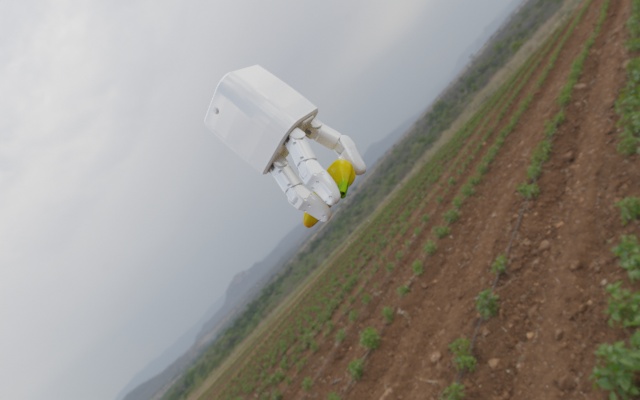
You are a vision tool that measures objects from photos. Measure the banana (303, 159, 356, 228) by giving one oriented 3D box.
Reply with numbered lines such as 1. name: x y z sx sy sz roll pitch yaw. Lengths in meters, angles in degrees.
1. banana: 0.011 -0.013 0.662 0.037 0.069 0.198 35 -20 -1
